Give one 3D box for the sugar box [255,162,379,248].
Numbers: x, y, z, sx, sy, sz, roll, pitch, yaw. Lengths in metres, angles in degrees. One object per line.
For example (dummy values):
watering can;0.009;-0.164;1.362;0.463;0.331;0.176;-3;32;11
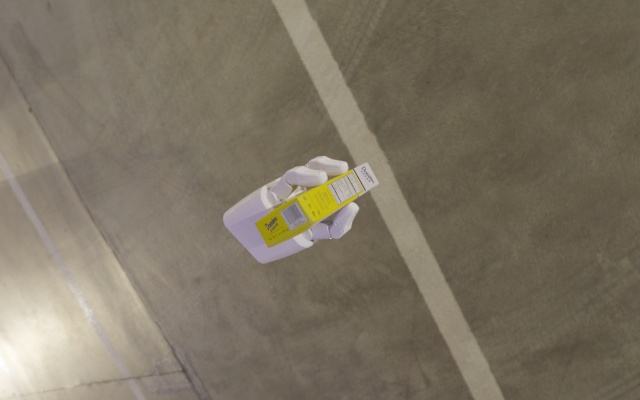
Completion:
sugar box;0.000;0.002;0.670;0.093;0.048;0.176;-29;2;39
